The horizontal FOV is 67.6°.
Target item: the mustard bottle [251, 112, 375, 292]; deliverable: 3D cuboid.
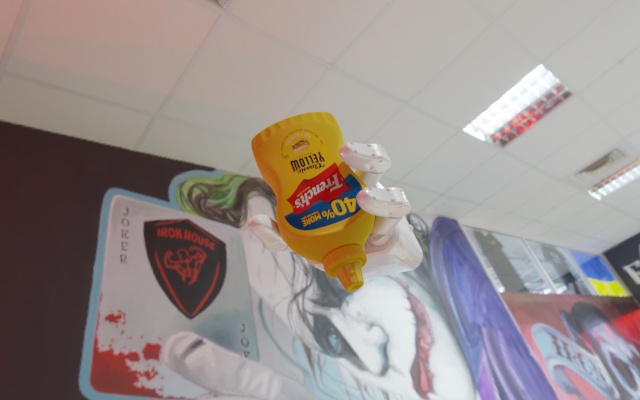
[{"bbox_3d":[0.000,0.001,0.474,0.096,0.191,0.058,-18,-30,-6],"label":"mustard bottle"}]
